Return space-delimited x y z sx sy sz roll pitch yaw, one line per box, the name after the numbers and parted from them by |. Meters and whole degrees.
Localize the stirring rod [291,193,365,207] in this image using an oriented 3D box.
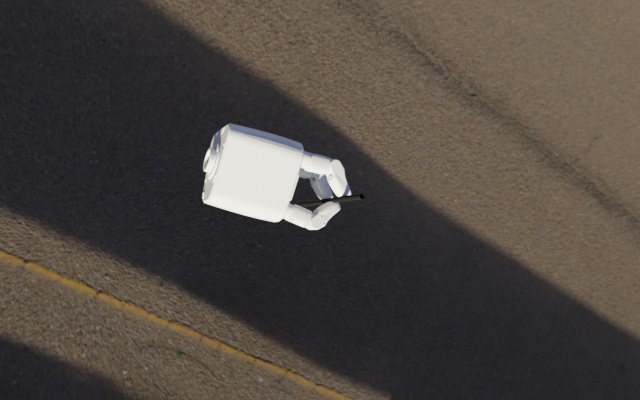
0.000 0.002 0.738 0.011 0.011 0.239 0 -4 -27 | stirring rod
